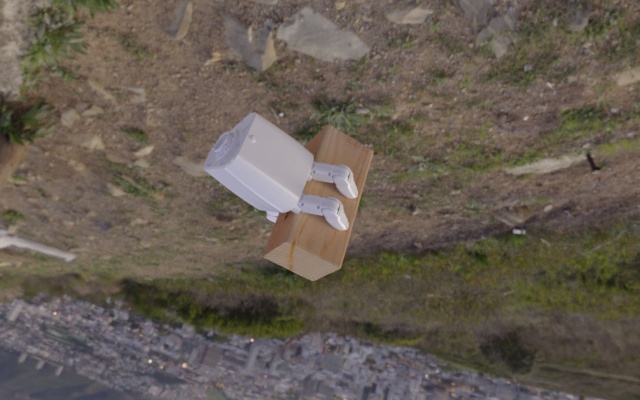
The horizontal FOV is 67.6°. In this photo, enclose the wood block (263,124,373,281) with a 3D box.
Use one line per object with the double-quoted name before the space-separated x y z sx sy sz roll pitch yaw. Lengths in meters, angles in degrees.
"wood block" 0.000 0.002 0.721 0.090 0.206 0.091 28 -31 -17
